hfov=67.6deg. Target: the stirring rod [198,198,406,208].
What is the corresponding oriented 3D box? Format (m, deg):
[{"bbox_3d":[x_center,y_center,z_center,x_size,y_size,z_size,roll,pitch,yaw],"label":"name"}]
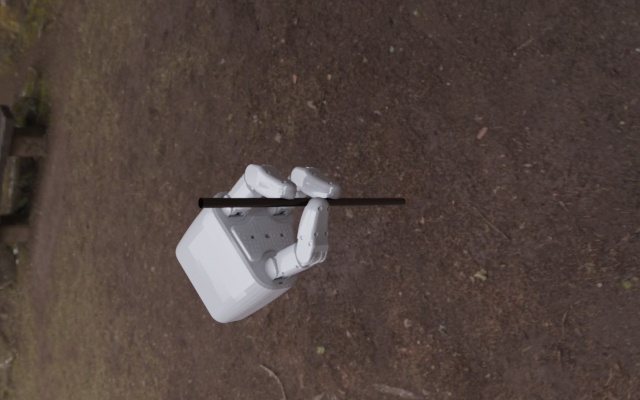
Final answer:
[{"bbox_3d":[0.000,0.002,0.435,0.239,0.011,0.011,0,0,-42],"label":"stirring rod"}]
